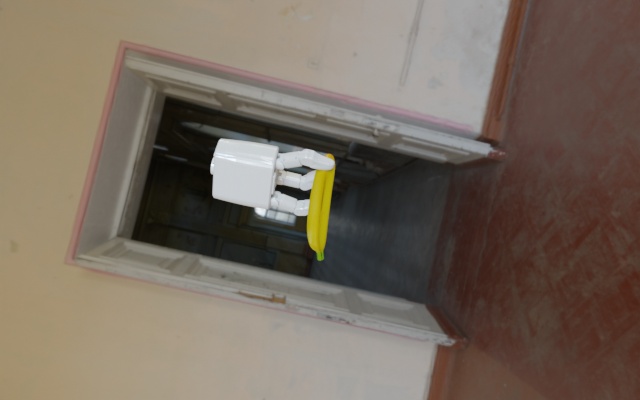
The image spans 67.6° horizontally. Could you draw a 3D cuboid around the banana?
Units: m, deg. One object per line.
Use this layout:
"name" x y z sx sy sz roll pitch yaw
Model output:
"banana" 0.000 0.001 0.832 0.037 0.197 0.070 7 -15 1
